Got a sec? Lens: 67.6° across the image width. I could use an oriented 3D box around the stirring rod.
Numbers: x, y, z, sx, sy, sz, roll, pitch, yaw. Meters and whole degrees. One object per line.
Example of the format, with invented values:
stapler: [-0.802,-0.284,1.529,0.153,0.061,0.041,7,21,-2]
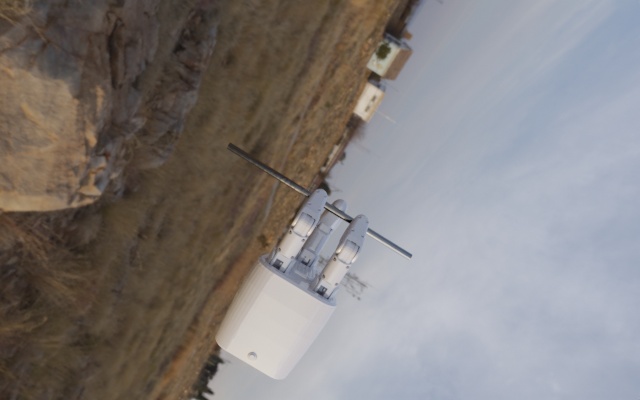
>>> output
stirring rod: [0.000,0.002,0.537,0.239,0.011,0.011,32,-2,-3]
